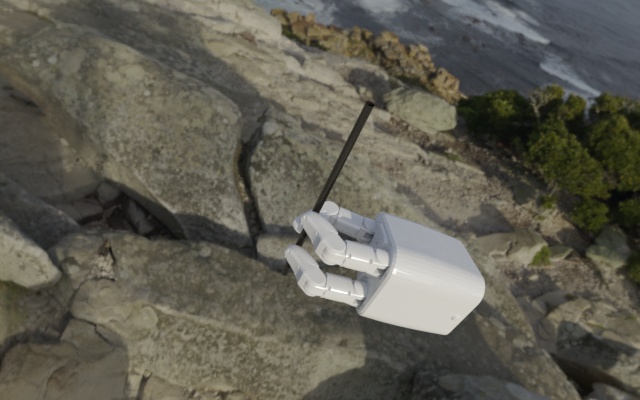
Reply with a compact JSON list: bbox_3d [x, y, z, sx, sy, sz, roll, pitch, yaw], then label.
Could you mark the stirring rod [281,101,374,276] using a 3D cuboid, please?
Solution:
[{"bbox_3d":[0.000,0.002,0.479,0.011,0.011,0.240,0,-43,-28],"label":"stirring rod"}]
